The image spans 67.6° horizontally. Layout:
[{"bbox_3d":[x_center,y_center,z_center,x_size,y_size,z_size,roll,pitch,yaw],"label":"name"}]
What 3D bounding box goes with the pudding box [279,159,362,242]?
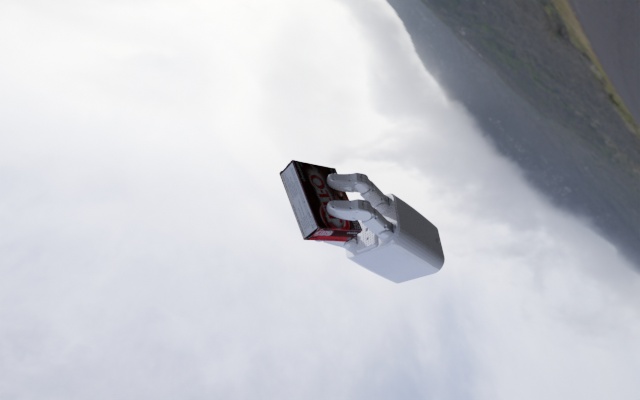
[{"bbox_3d":[0.000,0.002,0.669,0.090,0.113,0.039,8,-40,-47],"label":"pudding box"}]
